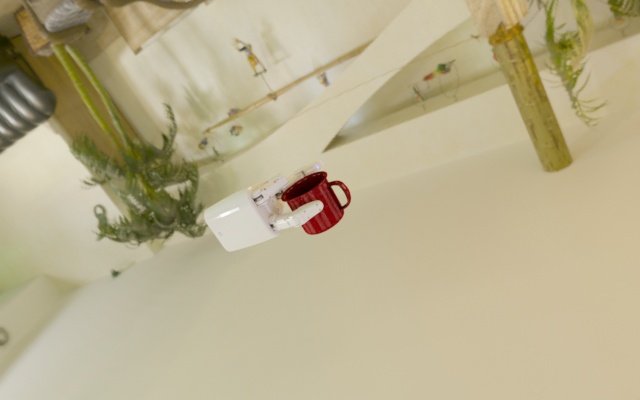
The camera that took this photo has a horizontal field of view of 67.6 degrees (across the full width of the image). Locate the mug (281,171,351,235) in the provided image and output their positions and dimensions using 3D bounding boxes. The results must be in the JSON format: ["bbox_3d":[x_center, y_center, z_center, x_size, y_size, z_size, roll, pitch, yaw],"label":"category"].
[{"bbox_3d":[0.001,0.002,0.840,0.117,0.081,0.093,-21,21,24],"label":"mug"}]
